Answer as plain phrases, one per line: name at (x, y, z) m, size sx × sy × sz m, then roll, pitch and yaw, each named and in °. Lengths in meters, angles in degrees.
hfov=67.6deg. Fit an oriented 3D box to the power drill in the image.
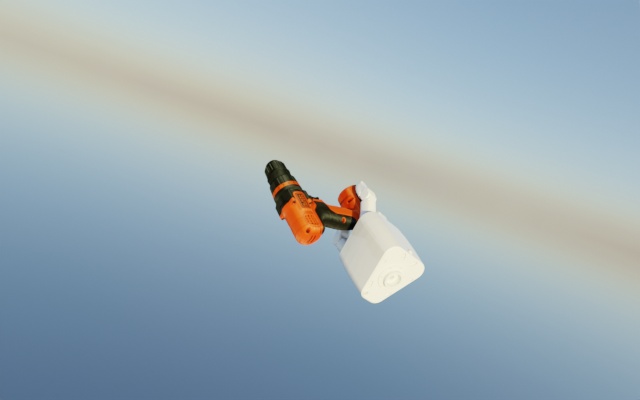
power drill at (0.001, 0.003, 0.861) m, size 0.187 × 0.184 × 0.057 m, roll 4°, pitch -45°, yaw -38°
